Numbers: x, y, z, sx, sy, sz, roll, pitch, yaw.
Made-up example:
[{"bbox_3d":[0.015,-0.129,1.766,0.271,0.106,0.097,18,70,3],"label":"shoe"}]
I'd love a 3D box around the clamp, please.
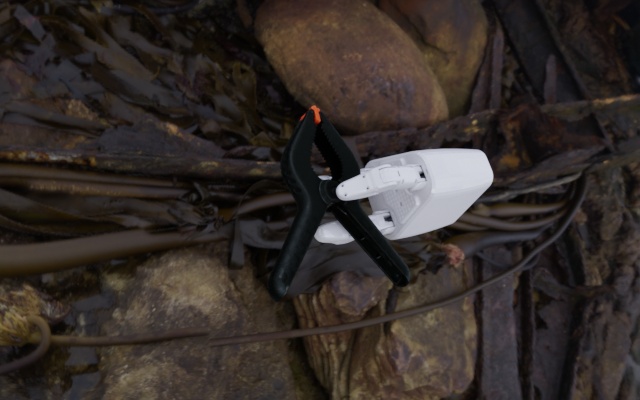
[{"bbox_3d":[0.001,0.001,0.489,0.164,0.210,0.036,-7,-17,-36],"label":"clamp"}]
